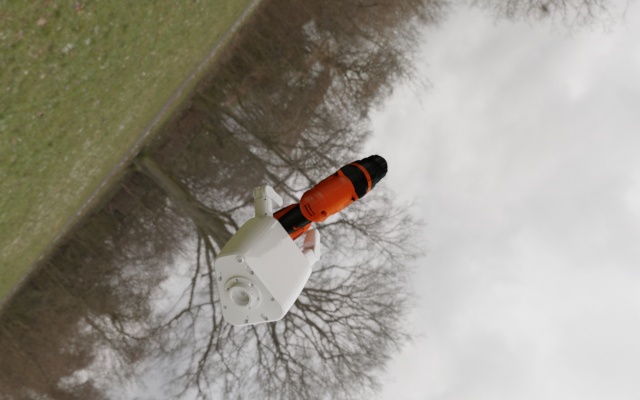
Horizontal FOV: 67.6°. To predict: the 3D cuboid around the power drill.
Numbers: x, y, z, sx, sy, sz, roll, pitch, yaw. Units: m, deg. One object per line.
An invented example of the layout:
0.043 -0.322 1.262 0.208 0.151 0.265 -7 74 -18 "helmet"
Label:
0.000 0.003 0.723 0.184 0.057 0.188 -30 -4 -45 "power drill"
